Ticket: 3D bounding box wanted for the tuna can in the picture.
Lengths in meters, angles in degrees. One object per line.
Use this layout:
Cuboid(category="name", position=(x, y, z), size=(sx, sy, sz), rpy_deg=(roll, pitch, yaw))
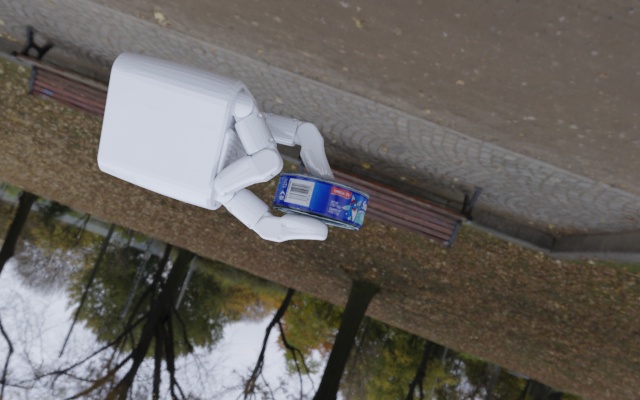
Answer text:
Cuboid(category="tuna can", position=(0.000, 0.002, 0.442), size=(0.086, 0.033, 0.086), rpy_deg=(15, -6, 1))
